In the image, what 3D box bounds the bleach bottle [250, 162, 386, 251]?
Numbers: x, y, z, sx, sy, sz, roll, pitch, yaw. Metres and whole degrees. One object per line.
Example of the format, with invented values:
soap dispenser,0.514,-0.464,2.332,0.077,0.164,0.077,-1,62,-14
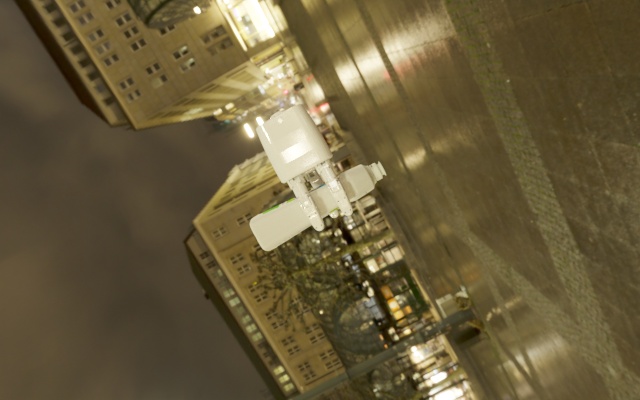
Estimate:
bleach bottle,0.000,0.003,0.858,0.251,0.068,0.102,-29,1,3
